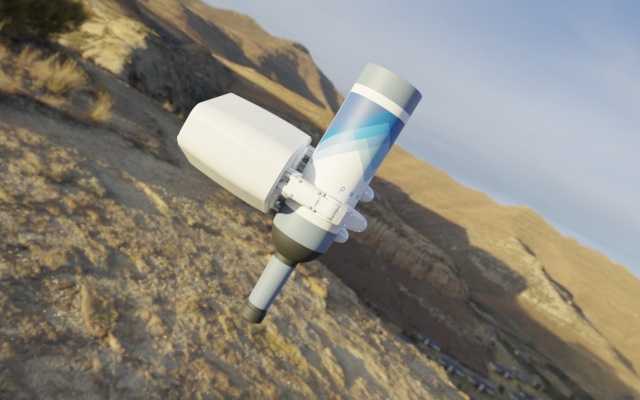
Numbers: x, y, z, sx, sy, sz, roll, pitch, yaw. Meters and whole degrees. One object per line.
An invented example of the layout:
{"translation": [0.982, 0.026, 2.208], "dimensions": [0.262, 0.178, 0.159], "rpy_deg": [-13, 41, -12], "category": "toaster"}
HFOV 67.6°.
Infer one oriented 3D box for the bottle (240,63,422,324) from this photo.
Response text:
{"translation": [0.000, 0.001, 0.506], "dimensions": [0.069, 0.296, 0.069], "rpy_deg": [31, 6, -3], "category": "bottle"}
